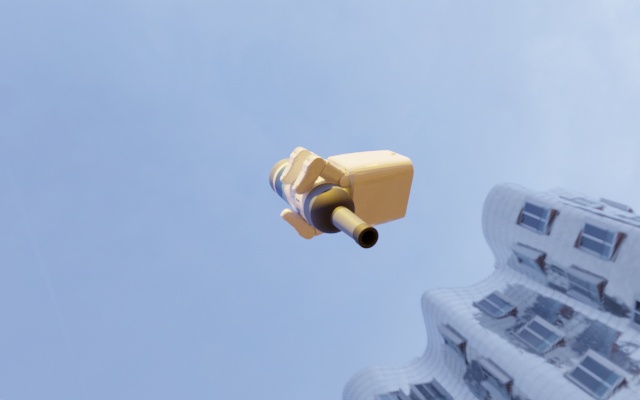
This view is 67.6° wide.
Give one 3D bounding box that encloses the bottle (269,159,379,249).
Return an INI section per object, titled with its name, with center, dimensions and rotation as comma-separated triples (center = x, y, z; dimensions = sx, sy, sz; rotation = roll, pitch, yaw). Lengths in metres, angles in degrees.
[bottle]
center = 0.000, 0.002, 0.686
dimensions = 0.069, 0.069, 0.295
rotation = 0, 16, -24
